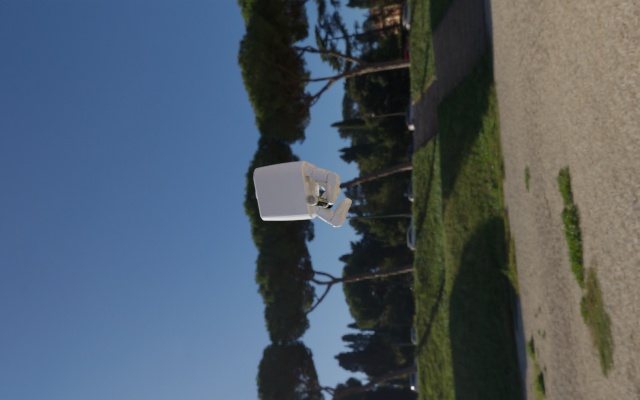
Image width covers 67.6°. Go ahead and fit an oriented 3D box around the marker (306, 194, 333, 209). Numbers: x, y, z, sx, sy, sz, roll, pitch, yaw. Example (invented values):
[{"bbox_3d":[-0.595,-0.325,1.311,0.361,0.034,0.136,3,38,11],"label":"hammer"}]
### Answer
[{"bbox_3d":[0.000,0.003,0.879,0.020,0.020,0.121,0,-4,17],"label":"marker"}]
